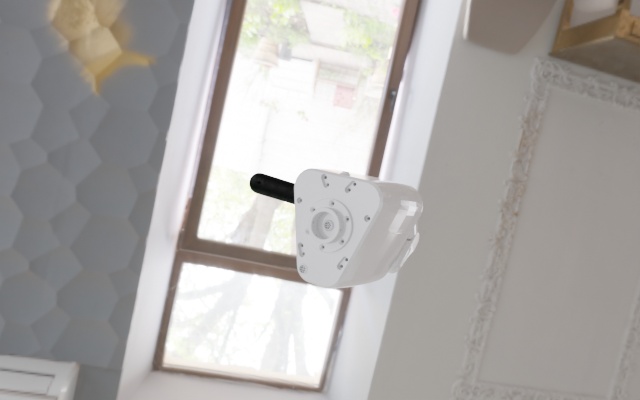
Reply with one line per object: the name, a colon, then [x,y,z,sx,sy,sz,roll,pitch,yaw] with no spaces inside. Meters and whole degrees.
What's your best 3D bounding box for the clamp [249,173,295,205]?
clamp: [0.000,0.003,0.578,0.171,0.039,0.120,15,5,29]
